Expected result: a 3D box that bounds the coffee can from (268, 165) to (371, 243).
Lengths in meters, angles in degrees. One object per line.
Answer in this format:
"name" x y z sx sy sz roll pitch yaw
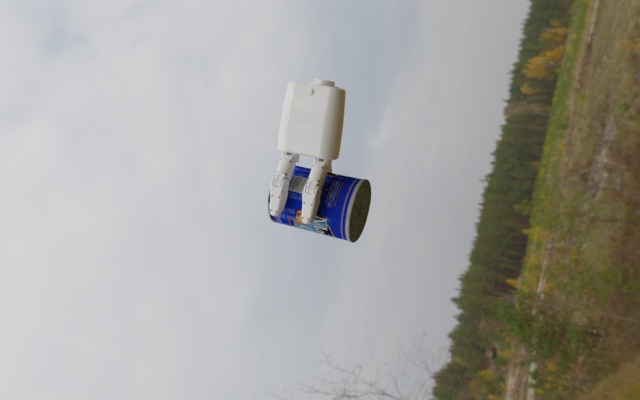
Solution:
"coffee can" 0.000 0.003 0.776 0.140 0.103 0.103 13 4 20
